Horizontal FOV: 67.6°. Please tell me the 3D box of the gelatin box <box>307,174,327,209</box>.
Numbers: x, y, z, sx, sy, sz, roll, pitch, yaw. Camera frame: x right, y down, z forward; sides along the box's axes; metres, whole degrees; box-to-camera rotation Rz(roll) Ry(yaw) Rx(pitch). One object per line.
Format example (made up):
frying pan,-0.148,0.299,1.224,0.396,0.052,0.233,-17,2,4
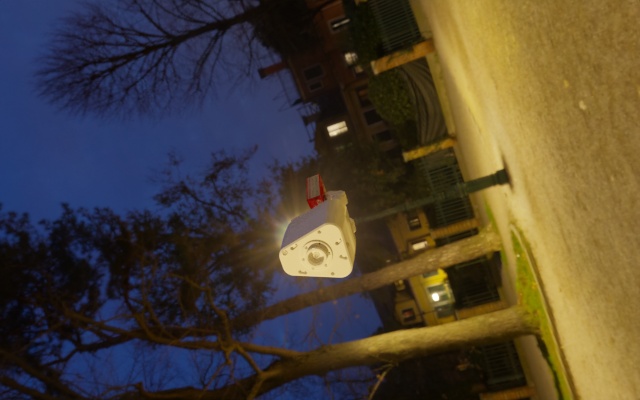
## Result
gelatin box,0.000,0.003,0.898,0.030,0.073,0.089,-20,29,8
